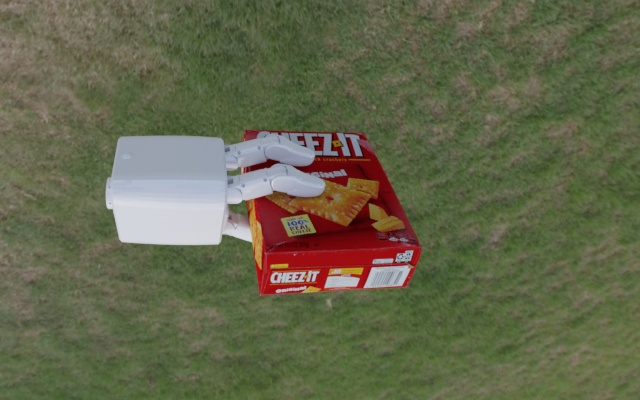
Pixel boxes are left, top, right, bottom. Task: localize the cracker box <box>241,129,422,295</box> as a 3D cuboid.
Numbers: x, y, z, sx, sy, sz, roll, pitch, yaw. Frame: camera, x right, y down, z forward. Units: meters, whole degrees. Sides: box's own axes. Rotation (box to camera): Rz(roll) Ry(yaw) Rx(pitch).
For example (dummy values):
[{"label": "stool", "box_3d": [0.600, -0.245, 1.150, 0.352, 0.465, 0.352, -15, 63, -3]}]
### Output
[{"label": "cracker box", "box_3d": [0.000, 0.002, 0.549, 0.164, 0.072, 0.213, 0, 41, -16]}]
